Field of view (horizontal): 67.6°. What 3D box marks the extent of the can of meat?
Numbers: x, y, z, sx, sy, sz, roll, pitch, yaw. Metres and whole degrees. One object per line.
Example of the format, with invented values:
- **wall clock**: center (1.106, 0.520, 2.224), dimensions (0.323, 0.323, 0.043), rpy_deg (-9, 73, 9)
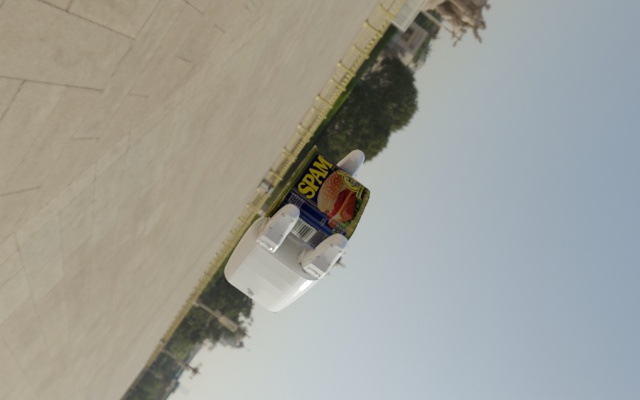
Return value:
- **can of meat**: center (0.000, 0.002, 0.517), dimensions (0.057, 0.084, 0.102), rpy_deg (-49, 7, 41)
